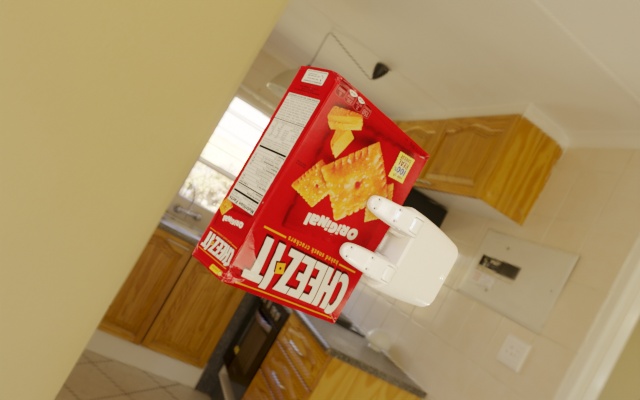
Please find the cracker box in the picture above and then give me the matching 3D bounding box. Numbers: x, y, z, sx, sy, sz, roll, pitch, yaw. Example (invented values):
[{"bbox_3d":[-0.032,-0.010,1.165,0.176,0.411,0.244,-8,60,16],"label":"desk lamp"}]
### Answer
[{"bbox_3d":[0.000,0.001,0.485,0.164,0.213,0.072,32,-4,-41],"label":"cracker box"}]
